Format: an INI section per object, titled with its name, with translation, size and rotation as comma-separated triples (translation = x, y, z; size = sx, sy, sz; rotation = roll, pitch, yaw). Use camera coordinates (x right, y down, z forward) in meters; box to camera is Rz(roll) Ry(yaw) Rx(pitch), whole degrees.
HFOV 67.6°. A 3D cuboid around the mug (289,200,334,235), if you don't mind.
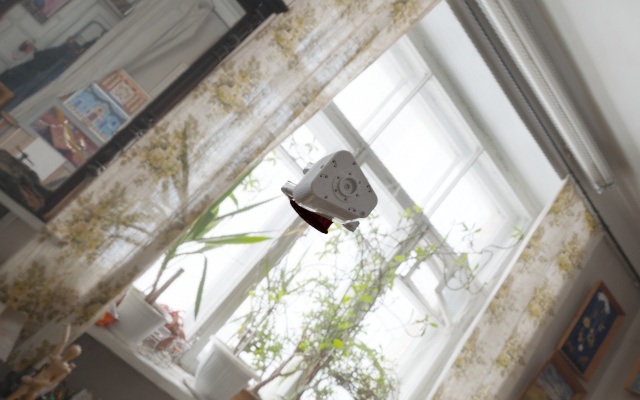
[mug]
translation = 0.000, 0.003, 0.890
size = 0.093, 0.081, 0.117
rotation = 44, -15, -10
